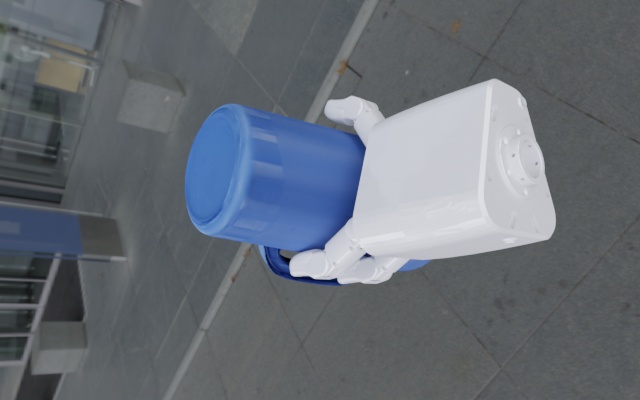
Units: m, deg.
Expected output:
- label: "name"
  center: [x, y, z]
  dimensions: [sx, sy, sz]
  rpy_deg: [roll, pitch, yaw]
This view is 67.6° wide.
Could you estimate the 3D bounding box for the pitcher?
- label: "pitcher"
  center: [0.000, 0.001, 0.455]
  dimensions: [0.243, 0.149, 0.145]
  rpy_deg: [11, -16, -38]
